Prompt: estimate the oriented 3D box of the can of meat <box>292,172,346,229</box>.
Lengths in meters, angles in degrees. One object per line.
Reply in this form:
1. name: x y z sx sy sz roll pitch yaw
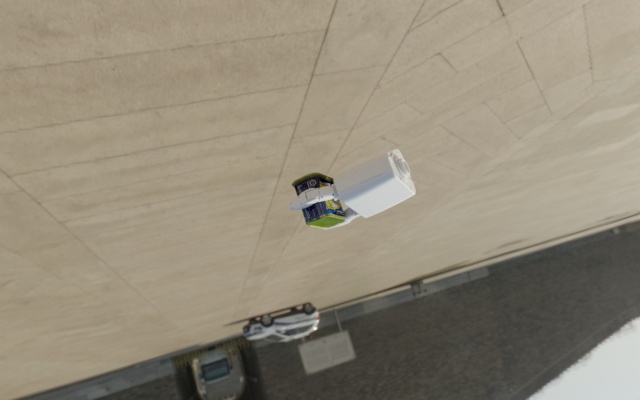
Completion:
1. can of meat: 0.000 0.003 0.879 0.057 0.084 0.102 -24 -16 21
